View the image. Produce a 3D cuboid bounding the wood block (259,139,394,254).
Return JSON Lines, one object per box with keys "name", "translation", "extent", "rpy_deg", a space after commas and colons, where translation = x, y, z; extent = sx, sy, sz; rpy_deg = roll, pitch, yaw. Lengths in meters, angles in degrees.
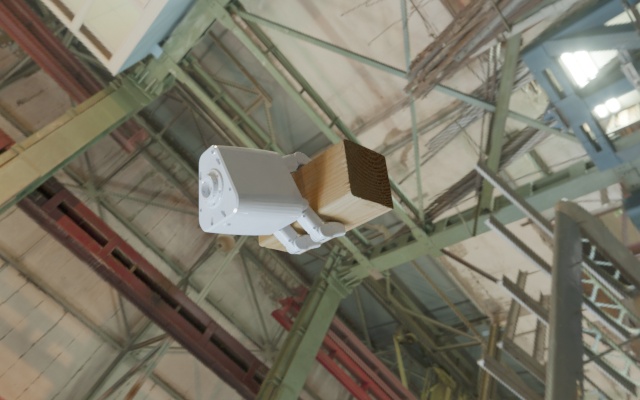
{"name": "wood block", "translation": [0.000, 0.002, 0.727], "extent": [0.090, 0.090, 0.206], "rpy_deg": [17, -33, -39]}
